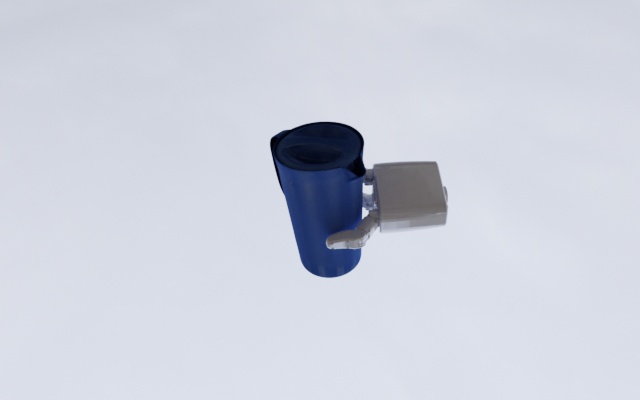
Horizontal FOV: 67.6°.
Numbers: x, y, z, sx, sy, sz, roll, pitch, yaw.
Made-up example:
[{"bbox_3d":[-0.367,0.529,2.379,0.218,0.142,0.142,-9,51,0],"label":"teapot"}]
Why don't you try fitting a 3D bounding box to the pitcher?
[{"bbox_3d":[0.000,0.003,0.767,0.145,0.243,0.149,-6,39,1],"label":"pitcher"}]
